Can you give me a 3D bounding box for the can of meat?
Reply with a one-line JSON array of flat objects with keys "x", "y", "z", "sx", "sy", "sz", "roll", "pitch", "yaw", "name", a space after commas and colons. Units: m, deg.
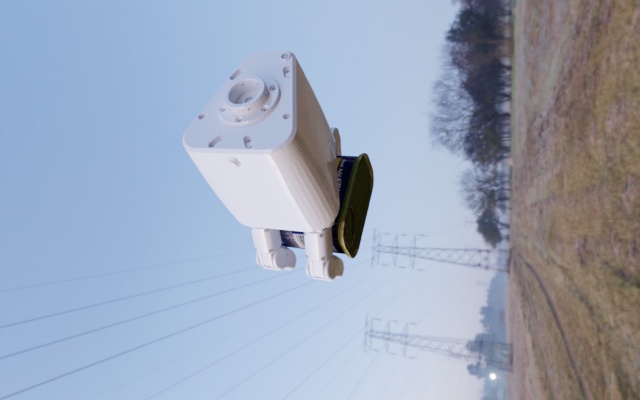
[{"x": 0.000, "y": 0.001, "z": 0.478, "sx": 0.084, "sy": 0.102, "sz": 0.057, "roll": 5, "pitch": -28, "yaw": 22, "name": "can of meat"}]
